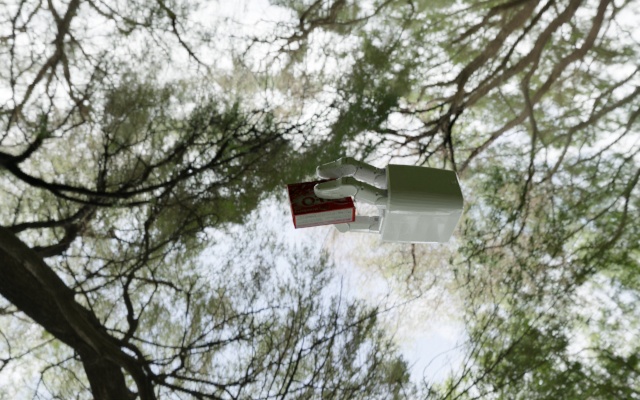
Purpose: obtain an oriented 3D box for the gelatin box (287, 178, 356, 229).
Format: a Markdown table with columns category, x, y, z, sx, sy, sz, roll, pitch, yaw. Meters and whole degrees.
| category | x | y | z | sx | sy | sz | roll | pitch | yaw |
| --- | --- | --- | --- | --- | --- | --- | --- | --- | --- |
| gelatin box | 0.000 | 0.003 | 0.684 | 0.089 | 0.030 | 0.073 | -8 | 39 | -6 |
